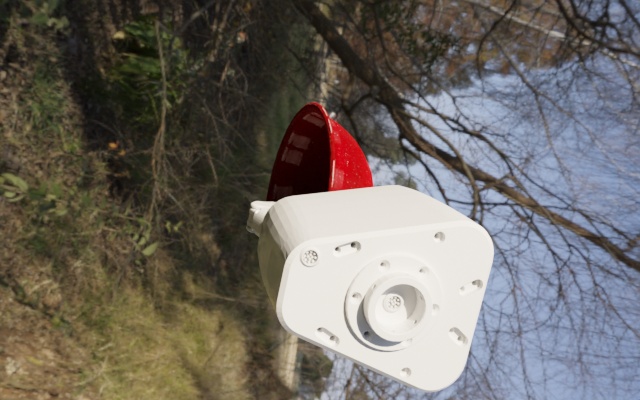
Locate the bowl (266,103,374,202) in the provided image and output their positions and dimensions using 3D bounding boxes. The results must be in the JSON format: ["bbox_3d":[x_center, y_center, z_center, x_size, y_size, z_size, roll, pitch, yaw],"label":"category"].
[{"bbox_3d":[0.000,0.001,0.414,0.055,0.162,0.162,9,-4,-22],"label":"bowl"}]
